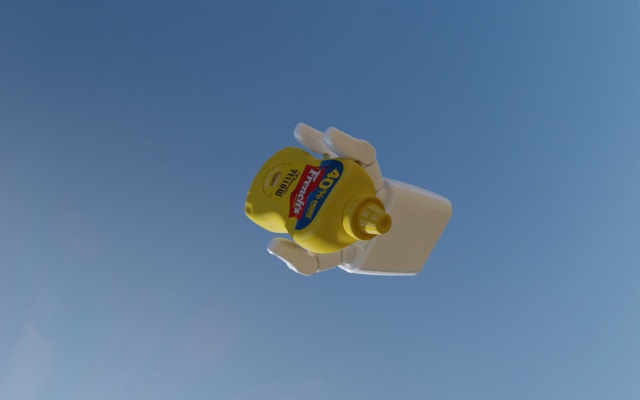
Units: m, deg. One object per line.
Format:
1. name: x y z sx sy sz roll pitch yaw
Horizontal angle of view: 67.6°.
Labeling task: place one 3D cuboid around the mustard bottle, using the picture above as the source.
1. mustard bottle: 0.000 0.001 0.477 0.058 0.096 0.191 41 -13 -35
